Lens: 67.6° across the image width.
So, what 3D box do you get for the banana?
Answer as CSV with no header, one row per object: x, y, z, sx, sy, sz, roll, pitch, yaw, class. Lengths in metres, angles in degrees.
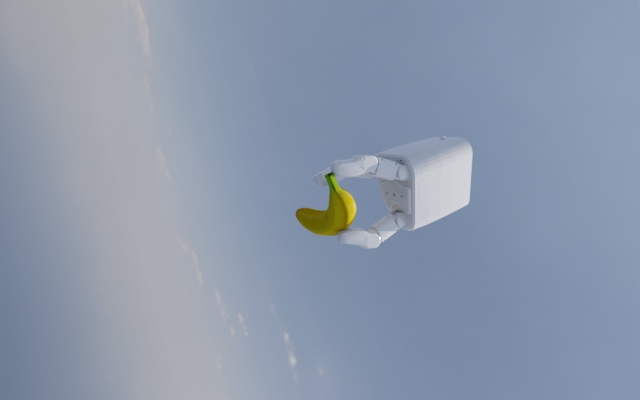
0.009,0.018,0.667,0.037,0.069,0.198,-23,-8,-21,banana
